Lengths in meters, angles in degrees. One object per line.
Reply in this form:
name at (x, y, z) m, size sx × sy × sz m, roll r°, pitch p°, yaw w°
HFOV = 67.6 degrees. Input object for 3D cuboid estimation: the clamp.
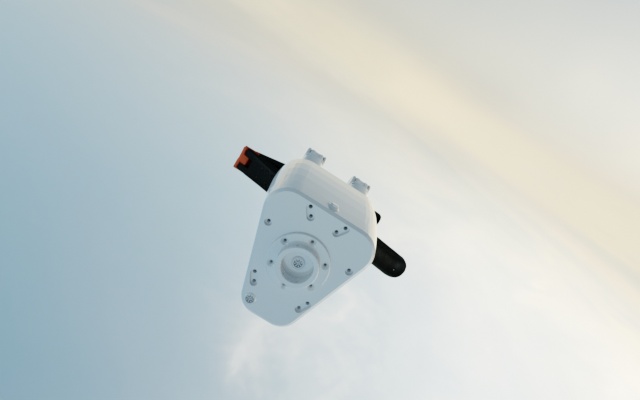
clamp at (-0.001, 0.002, 0.553) m, size 0.210 × 0.036 × 0.164 m, roll 32°, pitch 12°, yaw -5°
